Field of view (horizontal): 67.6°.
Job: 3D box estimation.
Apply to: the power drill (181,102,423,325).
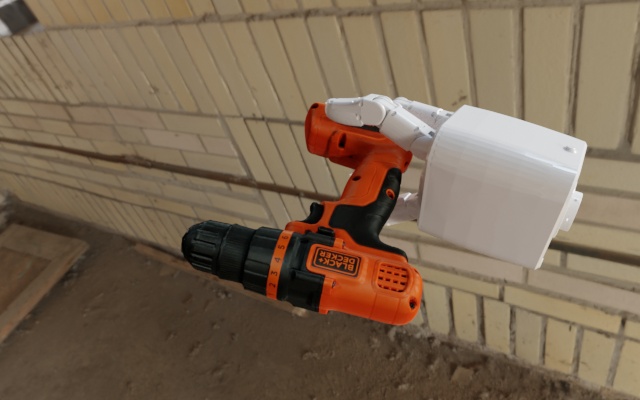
[{"bbox_3d":[0.000,0.001,0.401,0.184,0.187,0.057,15,-36,4],"label":"power drill"}]
